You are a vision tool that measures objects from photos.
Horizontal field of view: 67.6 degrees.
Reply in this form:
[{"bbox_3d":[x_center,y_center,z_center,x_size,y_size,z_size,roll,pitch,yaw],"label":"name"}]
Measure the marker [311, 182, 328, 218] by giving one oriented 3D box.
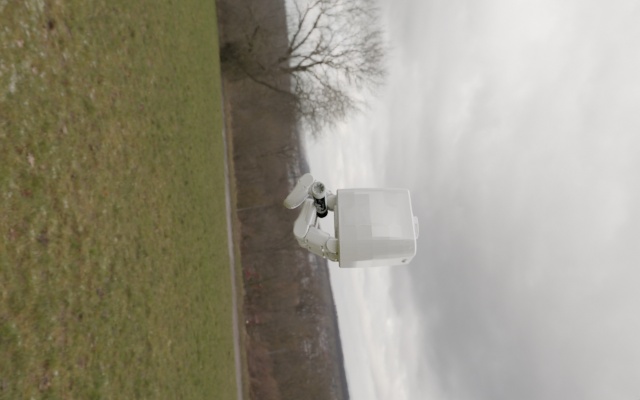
[{"bbox_3d":[0.000,0.002,0.668,0.020,0.020,0.121,0,-17,3],"label":"marker"}]
